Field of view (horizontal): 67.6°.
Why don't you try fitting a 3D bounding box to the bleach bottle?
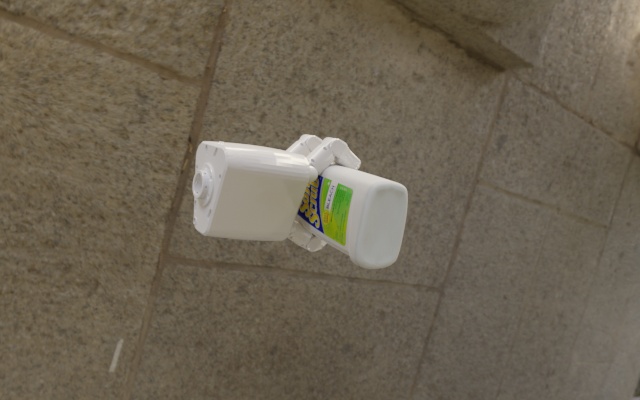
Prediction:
[{"bbox_3d":[0.000,0.002,0.617,0.068,0.102,0.250,4,9,-35],"label":"bleach bottle"}]
